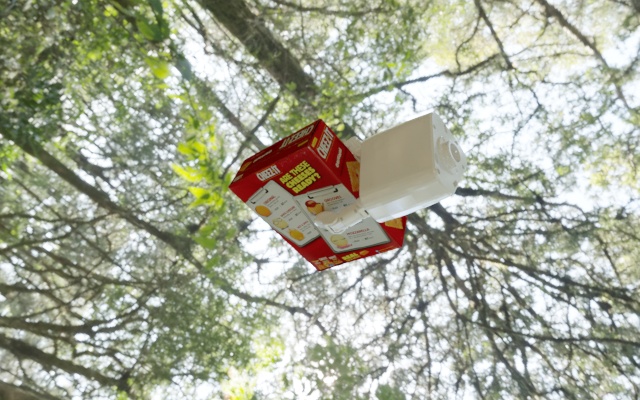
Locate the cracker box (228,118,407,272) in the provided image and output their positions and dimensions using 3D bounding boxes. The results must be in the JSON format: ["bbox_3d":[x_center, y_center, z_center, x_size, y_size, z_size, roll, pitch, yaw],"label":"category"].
[{"bbox_3d":[0.000,0.003,0.704,0.164,0.072,0.214,-22,-56,37],"label":"cracker box"}]
